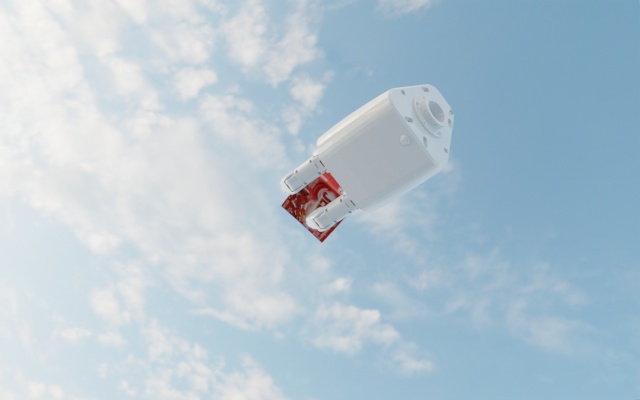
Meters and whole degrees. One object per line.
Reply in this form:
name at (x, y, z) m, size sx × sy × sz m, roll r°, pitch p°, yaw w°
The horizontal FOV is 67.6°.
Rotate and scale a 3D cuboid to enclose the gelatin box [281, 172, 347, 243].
gelatin box at (0.000, 0.002, 0.598) m, size 0.030 × 0.073 × 0.089 m, roll -46°, pitch -2°, yaw -43°
